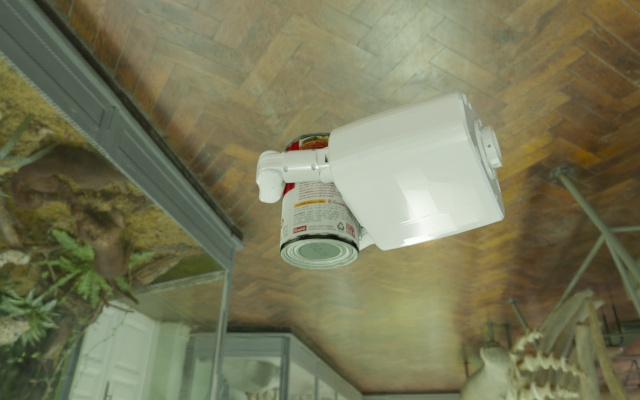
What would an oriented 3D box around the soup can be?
[{"bbox_3d":[0.000,0.002,0.419,0.068,0.102,0.068,0,-30,0],"label":"soup can"}]
